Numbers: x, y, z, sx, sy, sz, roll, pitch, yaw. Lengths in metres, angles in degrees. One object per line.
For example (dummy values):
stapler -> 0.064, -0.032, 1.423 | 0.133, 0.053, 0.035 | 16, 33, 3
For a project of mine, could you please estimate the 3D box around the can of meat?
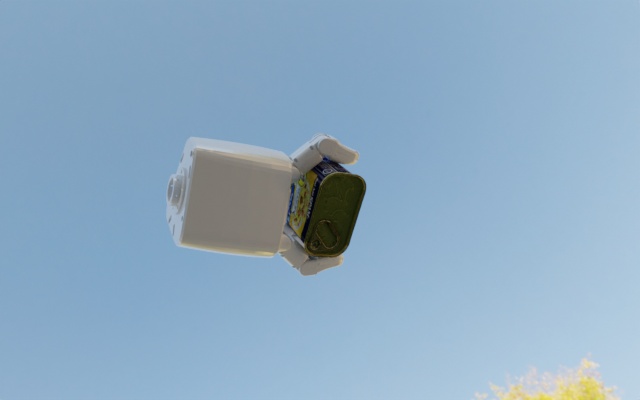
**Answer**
can of meat -> 0.000, 0.002, 0.558 | 0.057, 0.102, 0.084 | 5, 21, -28
